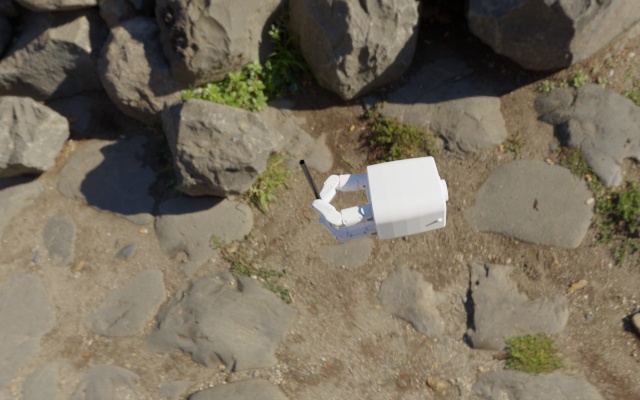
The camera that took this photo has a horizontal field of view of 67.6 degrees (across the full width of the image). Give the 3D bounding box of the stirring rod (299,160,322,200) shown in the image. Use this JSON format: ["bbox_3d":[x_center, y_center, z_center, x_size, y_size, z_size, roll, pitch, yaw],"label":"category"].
[{"bbox_3d":[0.000,0.002,0.744,0.011,0.011,0.240,0,-27,14],"label":"stirring rod"}]
